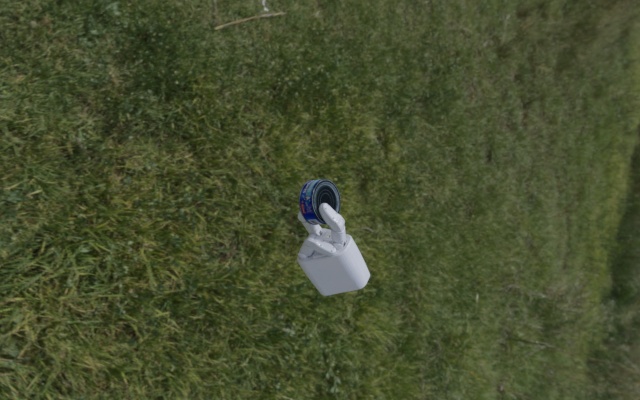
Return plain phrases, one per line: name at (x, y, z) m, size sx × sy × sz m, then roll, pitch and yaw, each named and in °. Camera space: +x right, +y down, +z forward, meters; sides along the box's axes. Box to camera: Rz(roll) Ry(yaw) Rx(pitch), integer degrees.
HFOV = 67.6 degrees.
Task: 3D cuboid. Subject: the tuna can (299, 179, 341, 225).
tuna can at (0.001, 0.003, 0.896) m, size 0.034 × 0.086 × 0.086 m, roll -5°, pitch -3°, yaw 41°
